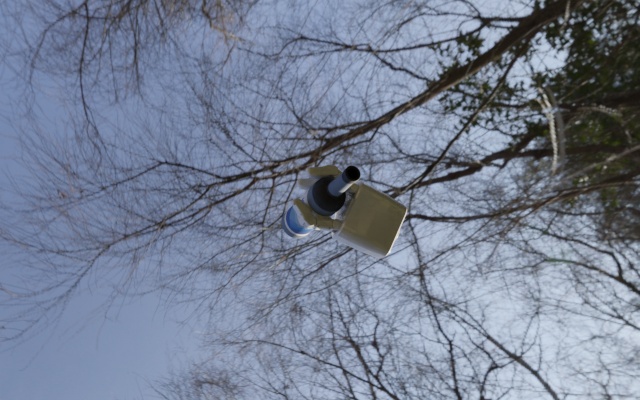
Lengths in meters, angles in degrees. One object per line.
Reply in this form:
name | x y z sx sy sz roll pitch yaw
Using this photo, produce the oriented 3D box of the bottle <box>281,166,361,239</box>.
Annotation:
bottle | 0.000 0.003 0.894 0.069 0.069 0.296 0 -18 -22
